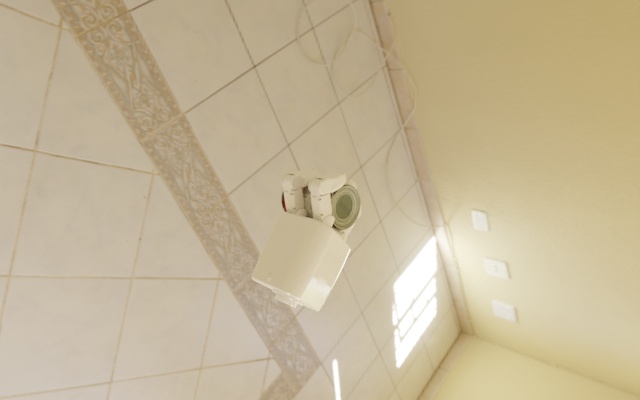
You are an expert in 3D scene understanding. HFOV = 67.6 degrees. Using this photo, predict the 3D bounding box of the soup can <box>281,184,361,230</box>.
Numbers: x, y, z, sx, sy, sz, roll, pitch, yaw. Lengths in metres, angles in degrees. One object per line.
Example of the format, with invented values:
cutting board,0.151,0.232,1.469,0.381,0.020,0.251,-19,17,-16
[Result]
soup can,0.001,0.002,0.710,0.102,0.068,0.068,12,8,44
